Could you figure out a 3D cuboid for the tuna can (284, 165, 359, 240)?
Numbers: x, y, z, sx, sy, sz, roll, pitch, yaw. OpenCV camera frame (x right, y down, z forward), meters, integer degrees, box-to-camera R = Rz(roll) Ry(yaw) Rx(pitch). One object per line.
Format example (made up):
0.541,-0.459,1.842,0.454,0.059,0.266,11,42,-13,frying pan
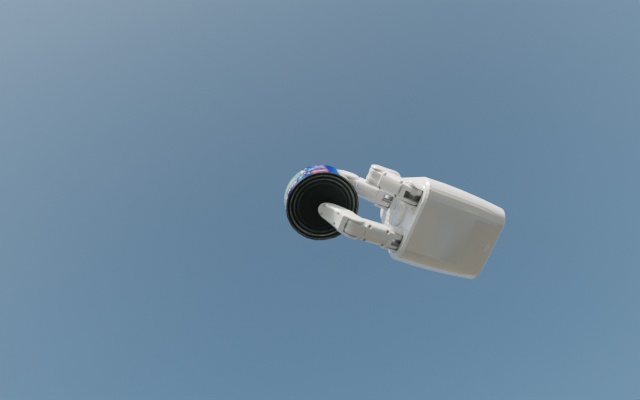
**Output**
0.000,0.002,0.567,0.086,0.086,0.033,0,22,-11,tuna can
